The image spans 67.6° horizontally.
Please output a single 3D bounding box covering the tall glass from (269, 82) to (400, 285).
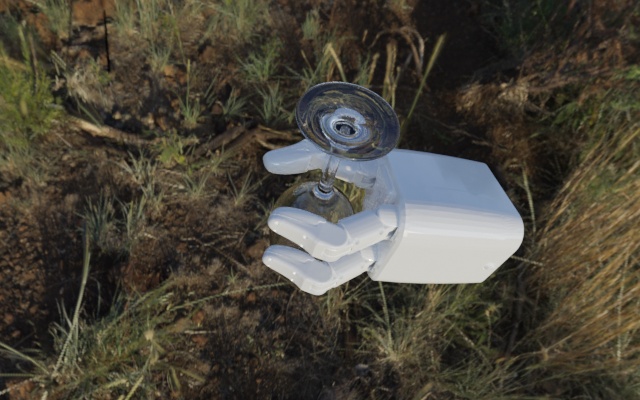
[{"bbox_3d":[0.000,0.001,0.405,0.079,0.079,0.201,0,-35,-14],"label":"tall glass"}]
